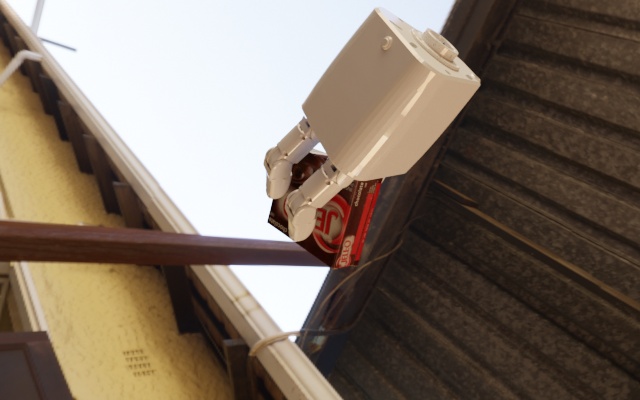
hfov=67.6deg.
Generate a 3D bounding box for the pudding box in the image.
[{"bbox_3d":[0.000,0.001,0.462,0.039,0.090,0.113,3,18,-40],"label":"pudding box"}]
